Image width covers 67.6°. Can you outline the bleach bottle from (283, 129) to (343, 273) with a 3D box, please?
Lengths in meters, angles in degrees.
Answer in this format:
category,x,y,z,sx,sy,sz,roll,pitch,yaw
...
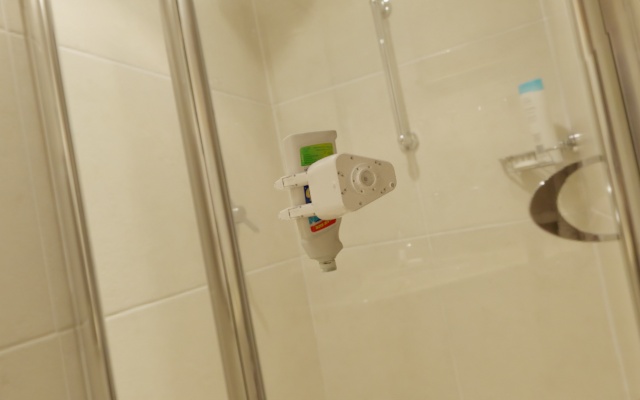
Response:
category,x,y,z,sx,sy,sz,roll,pitch,yaw
bleach bottle,0.000,0.003,0.867,0.102,0.251,0.068,-10,-3,-21
